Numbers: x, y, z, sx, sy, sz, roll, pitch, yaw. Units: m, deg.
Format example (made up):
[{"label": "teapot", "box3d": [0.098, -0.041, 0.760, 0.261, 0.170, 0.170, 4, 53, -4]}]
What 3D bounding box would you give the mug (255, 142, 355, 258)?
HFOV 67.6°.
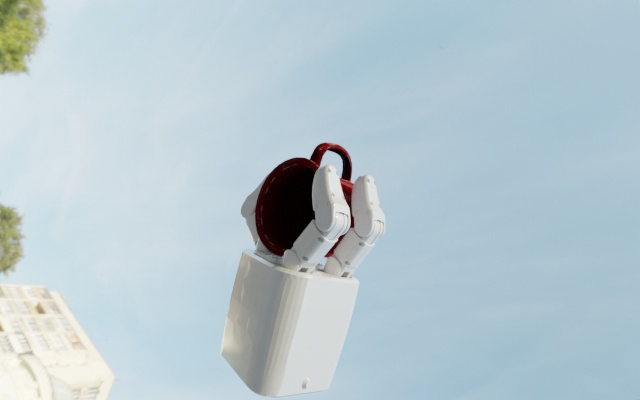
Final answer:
[{"label": "mug", "box3d": [0.001, 0.000, 0.468, 0.093, 0.117, 0.081, 14, -2, 43]}]
